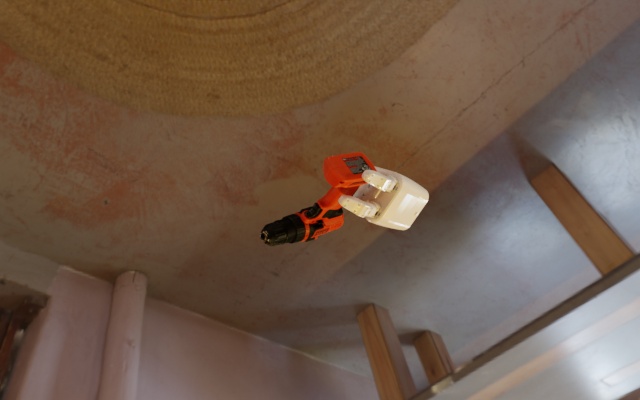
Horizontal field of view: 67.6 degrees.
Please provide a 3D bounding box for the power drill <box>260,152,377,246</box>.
[{"bbox_3d":[0.001,0.002,0.815,0.184,0.057,0.188,-15,-27,-44],"label":"power drill"}]
